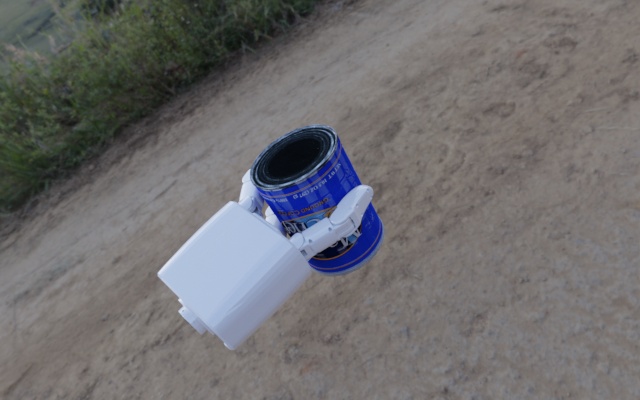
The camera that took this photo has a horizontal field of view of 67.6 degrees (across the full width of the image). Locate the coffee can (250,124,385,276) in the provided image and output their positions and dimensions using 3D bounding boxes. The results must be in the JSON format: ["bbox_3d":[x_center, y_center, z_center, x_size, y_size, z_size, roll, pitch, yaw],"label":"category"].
[{"bbox_3d":[0.000,0.002,0.534,0.103,0.140,0.102,-20,36,15],"label":"coffee can"}]
